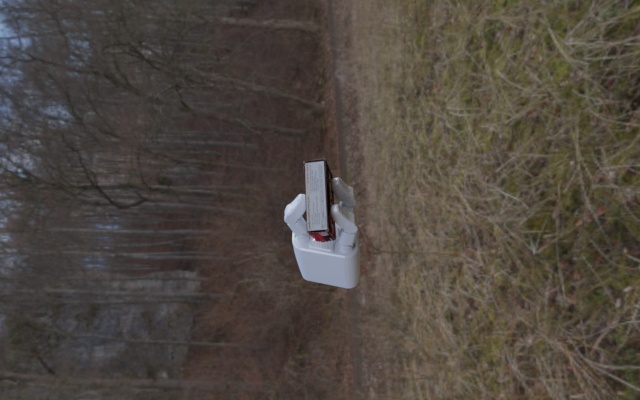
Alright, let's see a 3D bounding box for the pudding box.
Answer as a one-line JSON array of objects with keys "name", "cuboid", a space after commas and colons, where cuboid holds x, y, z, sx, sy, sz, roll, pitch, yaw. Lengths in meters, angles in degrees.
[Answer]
[{"name": "pudding box", "cuboid": [0.000, 0.002, 0.741, 0.039, 0.113, 0.090, -6, -14, 6]}]
